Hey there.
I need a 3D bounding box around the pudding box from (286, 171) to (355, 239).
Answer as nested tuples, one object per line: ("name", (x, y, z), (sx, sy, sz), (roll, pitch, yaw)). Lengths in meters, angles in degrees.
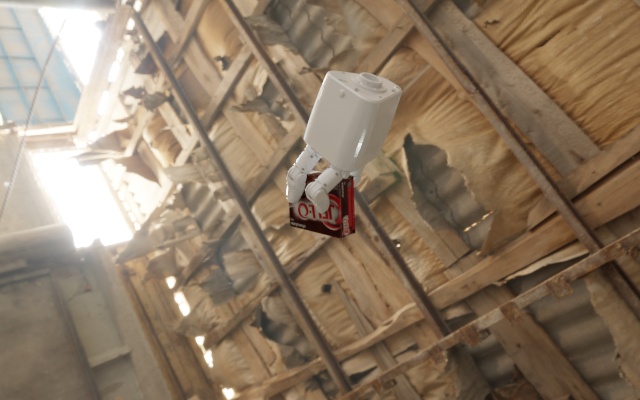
("pudding box", (0.000, 0.002, 0.724), (0.039, 0.090, 0.113), (-15, 18, -42))
